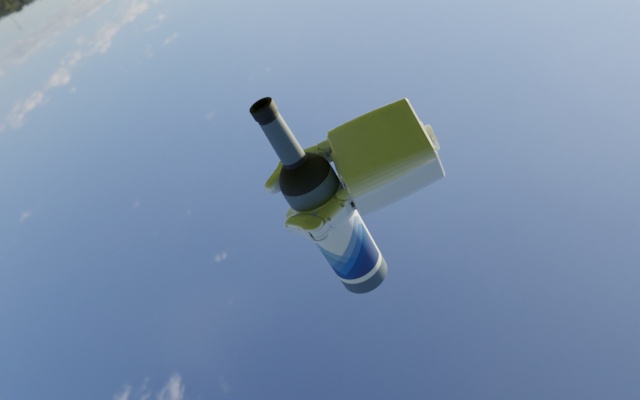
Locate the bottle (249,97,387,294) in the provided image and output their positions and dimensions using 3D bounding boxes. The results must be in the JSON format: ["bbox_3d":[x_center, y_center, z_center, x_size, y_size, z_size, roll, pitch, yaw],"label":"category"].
[{"bbox_3d":[0.000,0.002,0.580,0.069,0.069,0.296,0,-43,35],"label":"bottle"}]
